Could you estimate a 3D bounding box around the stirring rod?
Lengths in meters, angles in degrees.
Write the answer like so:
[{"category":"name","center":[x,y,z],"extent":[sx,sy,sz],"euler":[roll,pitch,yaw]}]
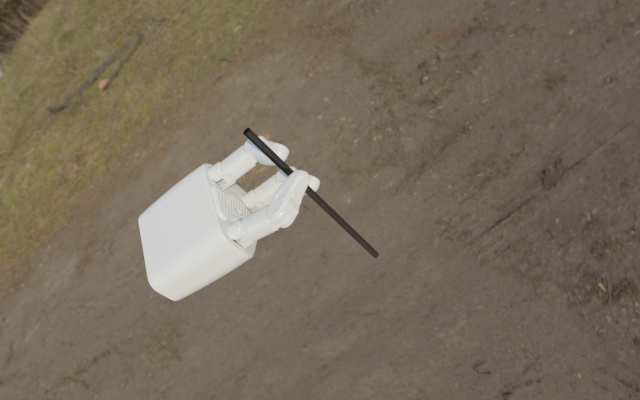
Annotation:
[{"category":"stirring rod","center":[0.000,0.002,0.514],"extent":[0.011,0.011,0.240],"euler":[0,-33,43]}]
